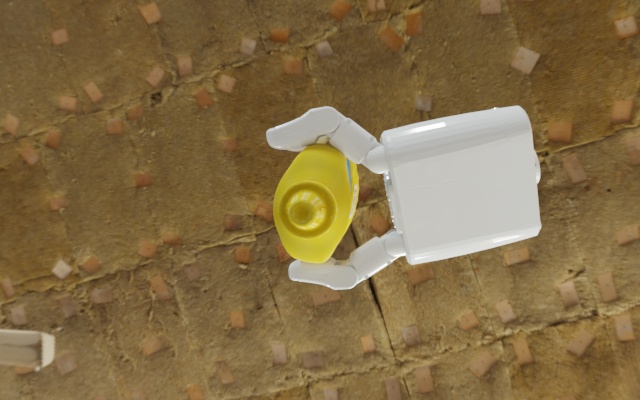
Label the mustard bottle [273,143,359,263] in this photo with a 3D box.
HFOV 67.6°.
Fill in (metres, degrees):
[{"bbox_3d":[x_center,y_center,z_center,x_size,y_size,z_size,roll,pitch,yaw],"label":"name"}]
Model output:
[{"bbox_3d":[0.000,0.001,0.402,0.058,0.096,0.191,11,6,5],"label":"mustard bottle"}]
